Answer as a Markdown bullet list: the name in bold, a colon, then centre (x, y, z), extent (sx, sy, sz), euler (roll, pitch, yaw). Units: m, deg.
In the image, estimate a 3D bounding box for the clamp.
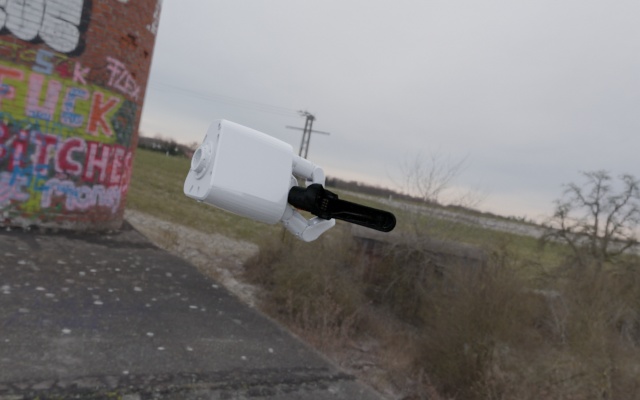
- **clamp**: centre (0.000, 0.001, 0.598), extent (0.120, 0.039, 0.171), euler (30, -12, -33)
